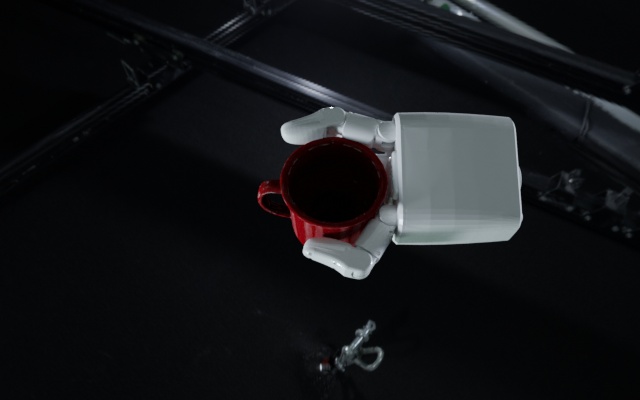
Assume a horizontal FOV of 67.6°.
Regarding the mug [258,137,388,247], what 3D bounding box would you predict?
[{"bbox_3d":[-0.001,0.002,0.447,0.117,0.093,0.081,1,-29,1],"label":"mug"}]
